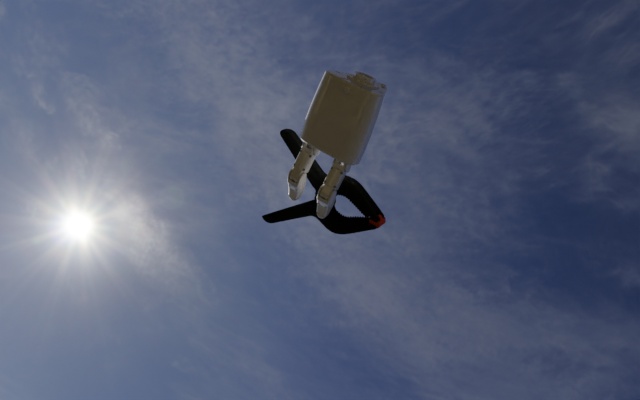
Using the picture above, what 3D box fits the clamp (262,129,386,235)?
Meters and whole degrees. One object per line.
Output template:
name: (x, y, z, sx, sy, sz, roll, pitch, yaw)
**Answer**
clamp: (0.001, 0.002, 0.754, 0.210, 0.165, 0.036, 31, 27, 18)
